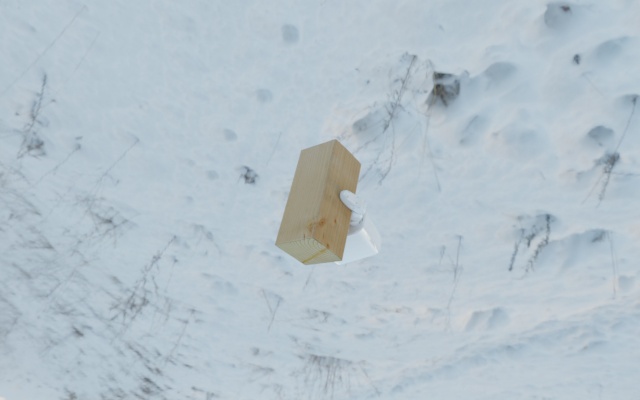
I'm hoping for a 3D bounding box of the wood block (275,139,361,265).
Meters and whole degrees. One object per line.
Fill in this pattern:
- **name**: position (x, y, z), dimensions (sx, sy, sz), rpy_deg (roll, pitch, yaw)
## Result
- **wood block**: position (0.001, 0.003, 0.875), dimensions (0.091, 0.206, 0.090), rpy_deg (-13, -38, 37)
